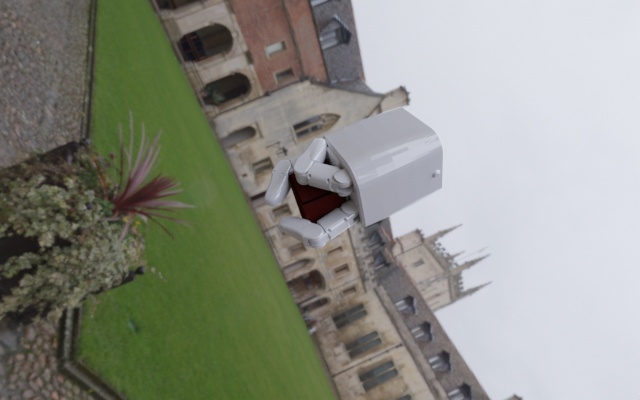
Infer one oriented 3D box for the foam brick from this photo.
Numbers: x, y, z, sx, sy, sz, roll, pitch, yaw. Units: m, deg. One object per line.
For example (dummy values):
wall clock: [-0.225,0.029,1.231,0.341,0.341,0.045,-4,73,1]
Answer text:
foam brick: [0.000,0.002,0.569,0.051,0.053,0.078,-23,-39,-6]
